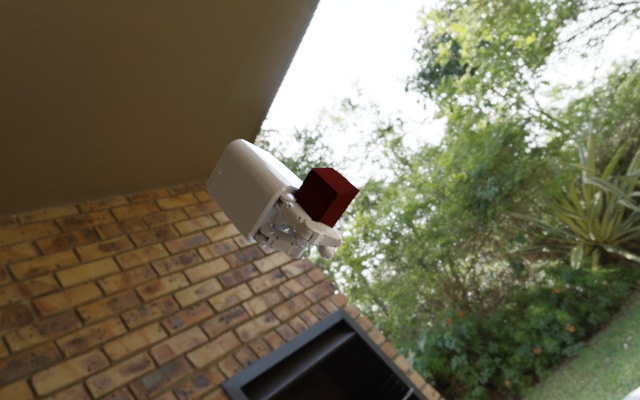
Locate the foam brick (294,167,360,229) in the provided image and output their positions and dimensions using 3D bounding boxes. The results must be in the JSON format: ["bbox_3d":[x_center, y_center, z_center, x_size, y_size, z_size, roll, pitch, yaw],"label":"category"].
[{"bbox_3d":[0.000,0.002,0.610,0.051,0.078,0.053,45,26,22],"label":"foam brick"}]
